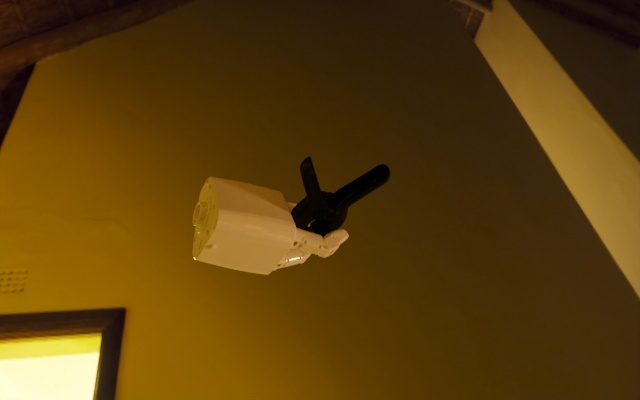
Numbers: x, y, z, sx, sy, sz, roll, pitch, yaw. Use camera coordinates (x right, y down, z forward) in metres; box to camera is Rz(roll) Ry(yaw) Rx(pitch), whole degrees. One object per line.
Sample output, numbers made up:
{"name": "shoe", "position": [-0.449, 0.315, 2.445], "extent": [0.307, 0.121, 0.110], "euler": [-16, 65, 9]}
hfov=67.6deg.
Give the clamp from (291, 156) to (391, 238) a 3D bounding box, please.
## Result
{"name": "clamp", "position": [0.000, 0.002, 0.628], "extent": [0.120, 0.039, 0.171], "euler": [15, -46, -27]}
